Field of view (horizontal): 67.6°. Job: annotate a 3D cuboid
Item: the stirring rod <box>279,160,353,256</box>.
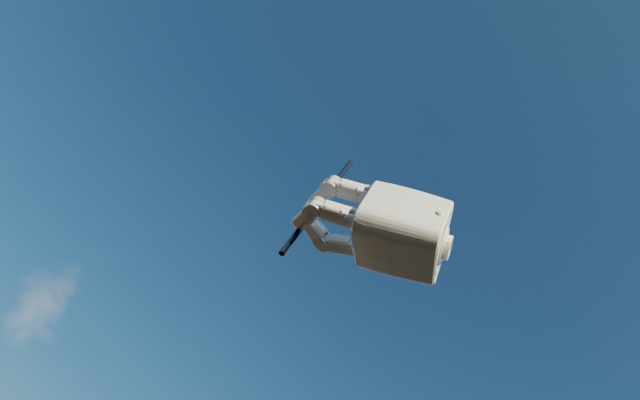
[{"bbox_3d":[0.000,0.002,0.685,0.011,0.011,0.239,0,32,29],"label":"stirring rod"}]
